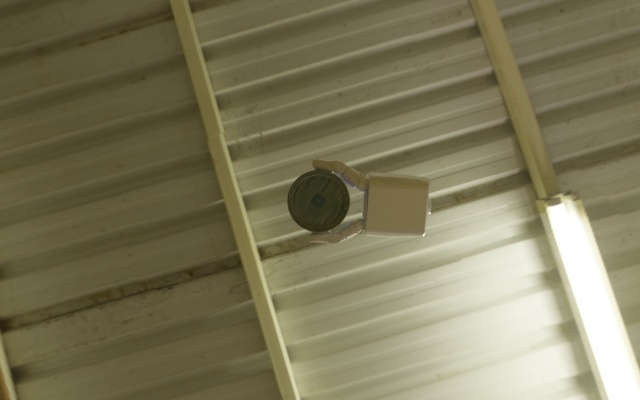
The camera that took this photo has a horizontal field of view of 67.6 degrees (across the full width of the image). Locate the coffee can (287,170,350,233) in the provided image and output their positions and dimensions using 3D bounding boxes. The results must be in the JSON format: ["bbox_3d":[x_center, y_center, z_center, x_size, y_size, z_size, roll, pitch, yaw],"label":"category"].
[{"bbox_3d":[0.000,0.003,0.847,0.103,0.103,0.140,0,-1,3],"label":"coffee can"}]
